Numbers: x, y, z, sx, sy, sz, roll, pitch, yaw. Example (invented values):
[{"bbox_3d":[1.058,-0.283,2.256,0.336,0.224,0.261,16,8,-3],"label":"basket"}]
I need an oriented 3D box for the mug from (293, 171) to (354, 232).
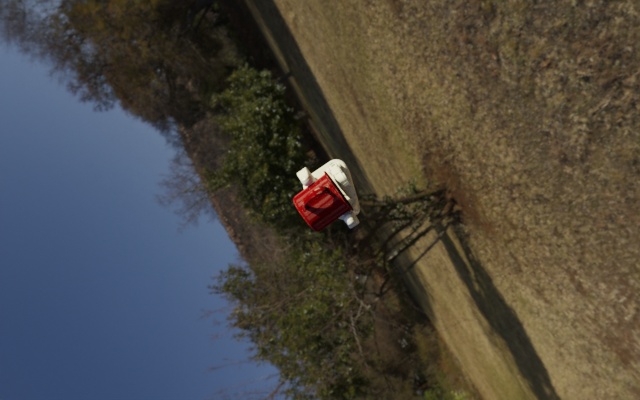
[{"bbox_3d":[0.000,0.003,0.888,0.081,0.093,0.117,-36,-16,5],"label":"mug"}]
